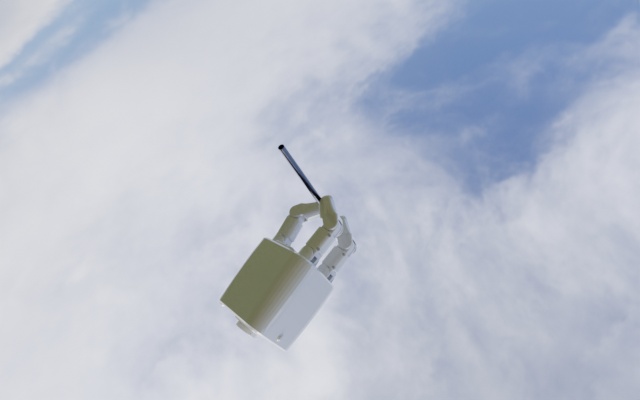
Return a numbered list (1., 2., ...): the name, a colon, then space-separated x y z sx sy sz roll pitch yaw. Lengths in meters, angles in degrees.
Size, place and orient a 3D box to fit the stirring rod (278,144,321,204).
1. stirring rod: 0.000 0.002 0.640 0.011 0.011 0.240 0 -32 26
